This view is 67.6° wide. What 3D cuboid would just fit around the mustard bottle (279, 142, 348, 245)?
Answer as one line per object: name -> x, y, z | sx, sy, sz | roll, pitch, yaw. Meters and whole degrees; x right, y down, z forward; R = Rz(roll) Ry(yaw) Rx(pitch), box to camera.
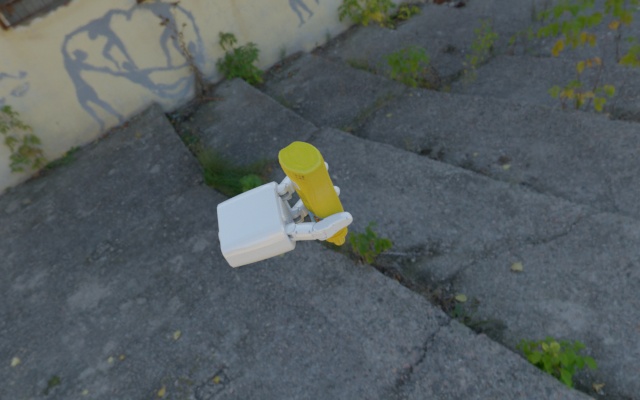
mustard bottle -> 0.000, 0.002, 0.760 | 0.058, 0.192, 0.096 | -35, 38, -12
